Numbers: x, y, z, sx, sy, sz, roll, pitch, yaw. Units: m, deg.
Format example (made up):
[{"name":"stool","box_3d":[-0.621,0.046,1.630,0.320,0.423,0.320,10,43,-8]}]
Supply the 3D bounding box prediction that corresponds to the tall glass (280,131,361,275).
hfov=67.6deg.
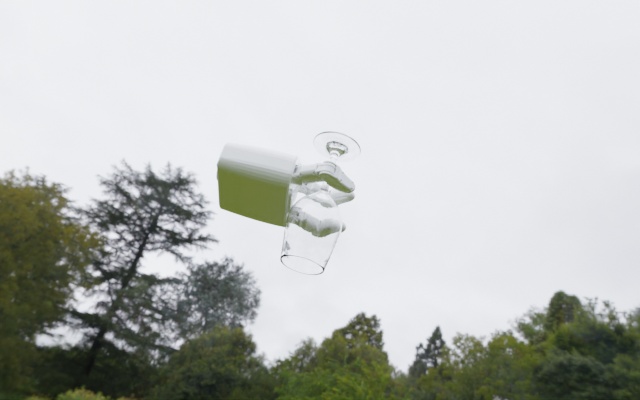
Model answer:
[{"name":"tall glass","box_3d":[0.000,0.002,0.682,0.079,0.201,0.079,13,-28,7]}]
